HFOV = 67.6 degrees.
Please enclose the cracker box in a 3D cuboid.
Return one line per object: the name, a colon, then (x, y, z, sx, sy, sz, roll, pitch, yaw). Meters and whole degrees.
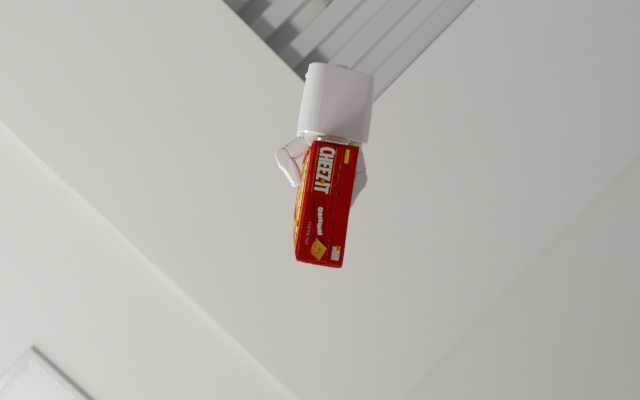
cracker box: (0.000, 0.002, 0.726, 0.072, 0.164, 0.213, 8, 1, -4)
